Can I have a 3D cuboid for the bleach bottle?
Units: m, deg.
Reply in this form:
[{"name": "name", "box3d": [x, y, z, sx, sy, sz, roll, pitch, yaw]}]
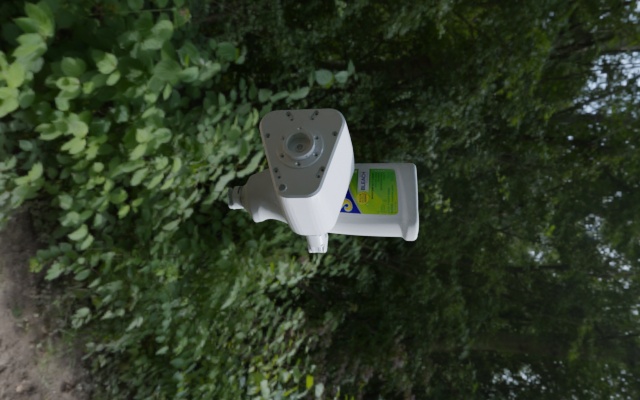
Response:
[{"name": "bleach bottle", "box3d": [0.000, 0.002, 0.637, 0.251, 0.102, 0.068, -1, -24, 7]}]
